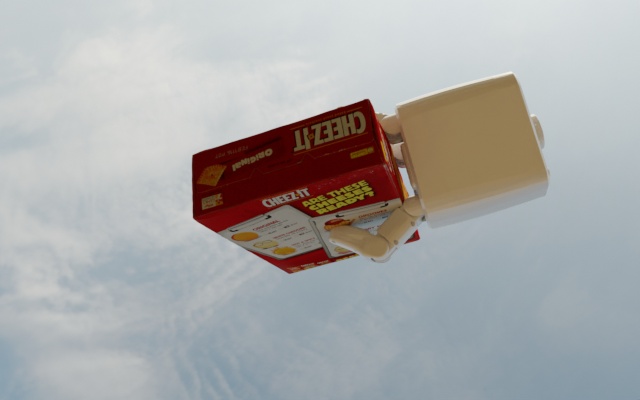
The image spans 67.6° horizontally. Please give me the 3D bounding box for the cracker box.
[{"bbox_3d":[0.000,0.002,0.473,0.164,0.072,0.214,-16,-25,13],"label":"cracker box"}]
